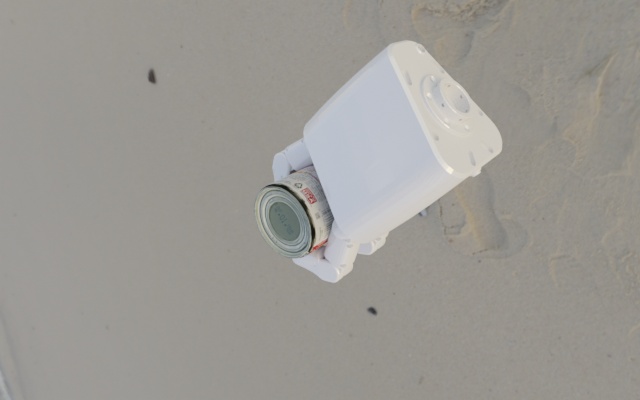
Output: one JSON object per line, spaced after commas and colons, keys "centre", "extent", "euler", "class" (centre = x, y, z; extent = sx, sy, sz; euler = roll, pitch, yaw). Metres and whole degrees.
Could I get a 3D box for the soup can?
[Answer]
{"centre": [0.000, 0.002, 0.425], "extent": [0.068, 0.068, 0.102], "euler": [0, 20, 42], "class": "soup can"}
